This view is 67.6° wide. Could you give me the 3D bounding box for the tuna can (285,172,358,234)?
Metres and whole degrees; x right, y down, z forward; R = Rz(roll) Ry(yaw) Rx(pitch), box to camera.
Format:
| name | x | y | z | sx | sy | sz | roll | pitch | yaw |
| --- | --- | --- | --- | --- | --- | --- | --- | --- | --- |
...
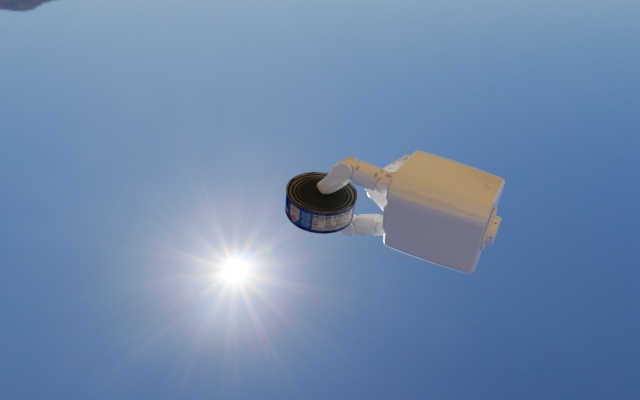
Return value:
| name | x | y | z | sx | sy | sz | roll | pitch | yaw |
| --- | --- | --- | --- | --- | --- | --- | --- | --- | --- |
| tuna can | 0.000 | 0.002 | 0.577 | 0.086 | 0.034 | 0.086 | 5 | 35 | -4 |
